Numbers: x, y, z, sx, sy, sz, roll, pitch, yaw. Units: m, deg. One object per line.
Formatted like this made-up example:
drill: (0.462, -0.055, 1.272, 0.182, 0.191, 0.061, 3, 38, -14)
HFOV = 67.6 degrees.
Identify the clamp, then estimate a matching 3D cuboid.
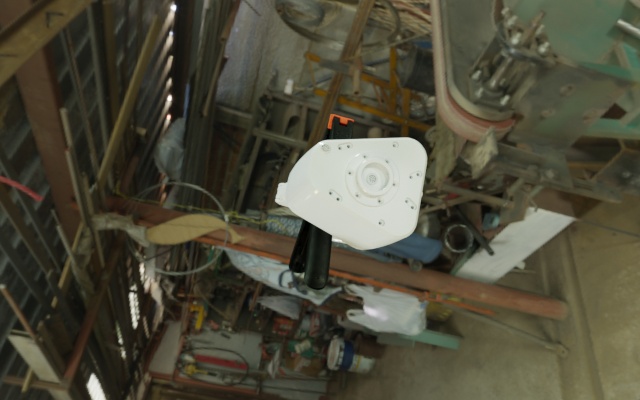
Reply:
clamp: (-0.001, 0.001, 0.581, 0.036, 0.210, 0.164, 14, -11, -10)
